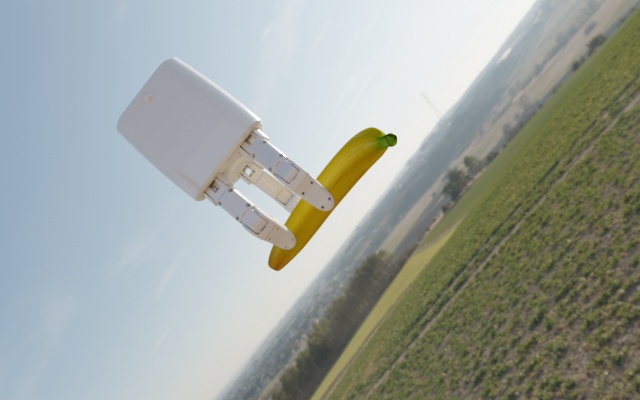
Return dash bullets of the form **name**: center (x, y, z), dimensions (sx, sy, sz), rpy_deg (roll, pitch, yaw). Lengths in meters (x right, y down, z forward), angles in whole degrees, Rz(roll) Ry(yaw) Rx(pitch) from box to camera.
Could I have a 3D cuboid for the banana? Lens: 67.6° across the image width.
- **banana**: center (0.007, -0.008, 0.485), dimensions (0.037, 0.198, 0.069), rpy_deg (39, 28, -2)
